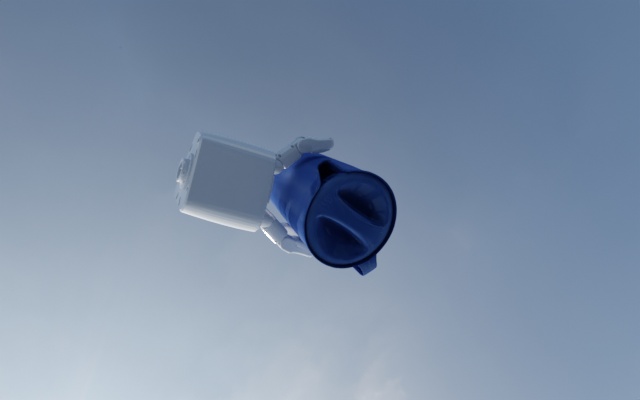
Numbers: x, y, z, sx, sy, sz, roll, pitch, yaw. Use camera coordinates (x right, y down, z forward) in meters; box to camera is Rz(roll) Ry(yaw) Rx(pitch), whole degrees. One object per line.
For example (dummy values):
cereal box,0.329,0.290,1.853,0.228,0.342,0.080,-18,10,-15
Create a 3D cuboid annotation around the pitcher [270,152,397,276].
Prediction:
pitcher,0.000,0.002,0.713,0.145,0.149,0.242,13,11,-26
